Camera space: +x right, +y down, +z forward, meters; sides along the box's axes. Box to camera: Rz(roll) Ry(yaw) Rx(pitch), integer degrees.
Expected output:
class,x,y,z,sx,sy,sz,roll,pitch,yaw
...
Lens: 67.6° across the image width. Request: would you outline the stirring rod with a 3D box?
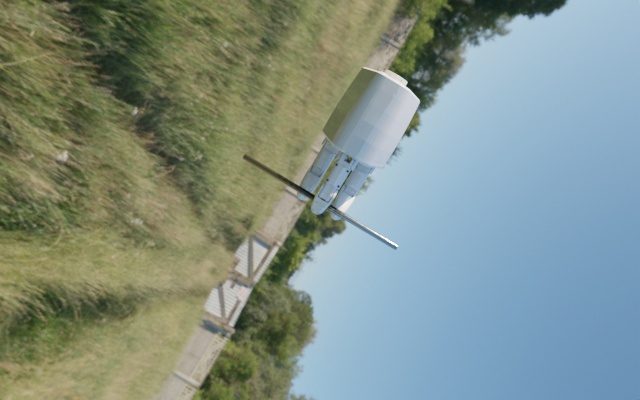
class,x,y,z,sx,sy,sz,roll,pitch,yaw
stirring rod,0.000,0.002,0.645,0.239,0.011,0.011,31,-1,-1
